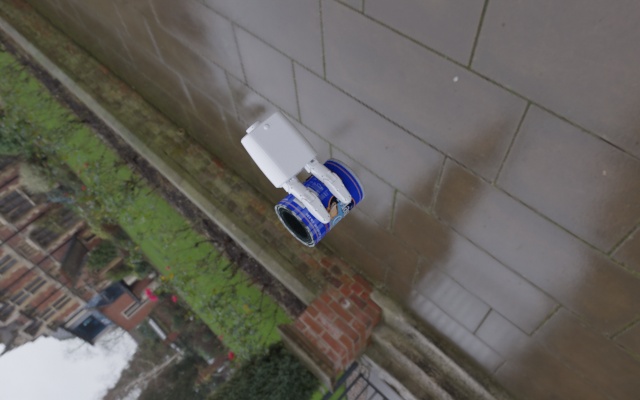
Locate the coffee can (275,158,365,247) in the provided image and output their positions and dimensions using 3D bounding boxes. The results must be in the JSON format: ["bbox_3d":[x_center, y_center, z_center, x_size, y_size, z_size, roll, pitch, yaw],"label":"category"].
[{"bbox_3d":[0.000,0.003,0.899,0.140,0.103,0.103,-43,17,-20],"label":"coffee can"}]
